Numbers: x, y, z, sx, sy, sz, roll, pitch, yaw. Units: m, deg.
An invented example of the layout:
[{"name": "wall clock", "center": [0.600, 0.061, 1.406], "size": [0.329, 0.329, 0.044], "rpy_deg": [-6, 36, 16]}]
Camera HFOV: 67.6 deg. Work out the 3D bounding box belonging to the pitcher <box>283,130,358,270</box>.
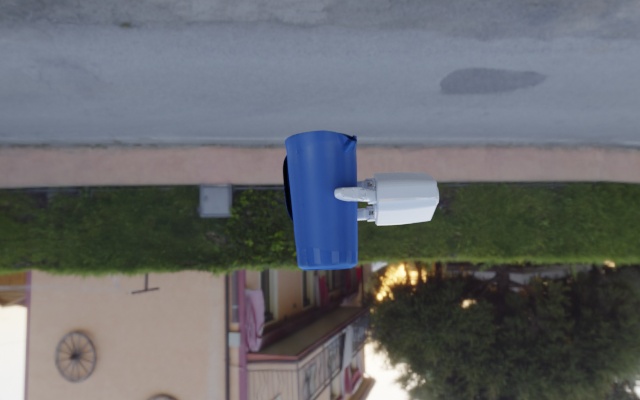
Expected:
[{"name": "pitcher", "center": [0.000, 0.003, 0.872], "size": [0.145, 0.243, 0.149], "rpy_deg": [-3, -6, 1]}]
